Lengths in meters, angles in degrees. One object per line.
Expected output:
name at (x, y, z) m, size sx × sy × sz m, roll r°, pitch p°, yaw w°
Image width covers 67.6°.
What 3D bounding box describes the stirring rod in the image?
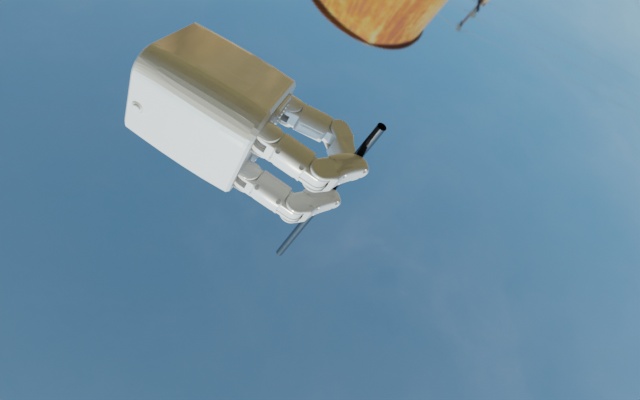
stirring rod at (0.000, 0.001, 0.468) m, size 0.011 × 0.011 × 0.240 m, roll 0°, pitch -30°, yaw -27°
